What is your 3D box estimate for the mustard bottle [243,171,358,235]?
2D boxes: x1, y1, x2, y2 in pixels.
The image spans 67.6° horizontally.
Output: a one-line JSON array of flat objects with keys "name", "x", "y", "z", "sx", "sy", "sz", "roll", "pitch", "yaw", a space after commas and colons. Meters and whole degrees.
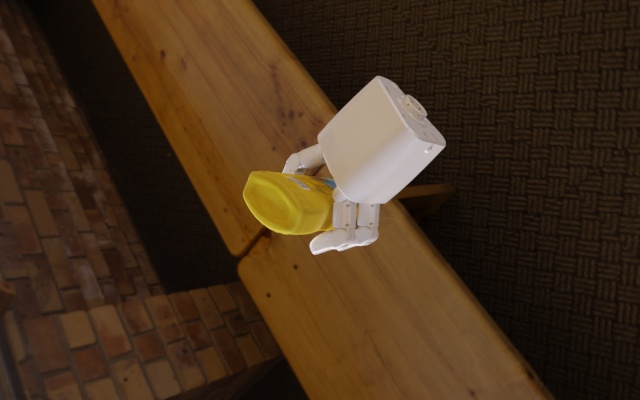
[{"name": "mustard bottle", "x": 0.000, "y": 0.002, "z": 0.607, "sx": 0.096, "sy": 0.058, "sz": 0.191, "roll": 33, "pitch": 19, "yaw": 32}]
